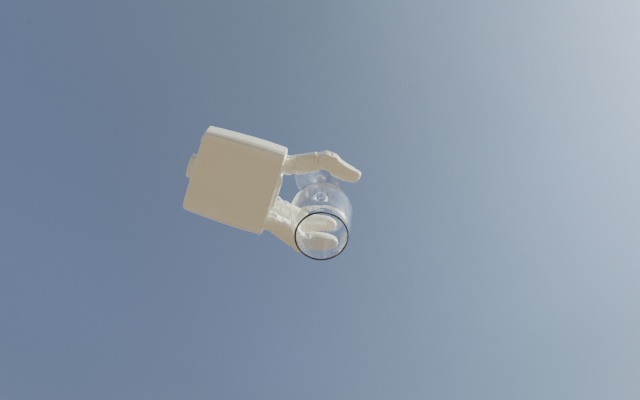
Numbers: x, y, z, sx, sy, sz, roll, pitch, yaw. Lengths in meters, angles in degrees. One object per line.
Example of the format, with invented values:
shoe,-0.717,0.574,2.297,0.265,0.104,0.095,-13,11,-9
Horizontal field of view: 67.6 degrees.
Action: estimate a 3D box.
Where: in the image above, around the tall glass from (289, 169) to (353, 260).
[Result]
tall glass,0.000,0.002,0.627,0.079,0.079,0.201,0,23,-1
